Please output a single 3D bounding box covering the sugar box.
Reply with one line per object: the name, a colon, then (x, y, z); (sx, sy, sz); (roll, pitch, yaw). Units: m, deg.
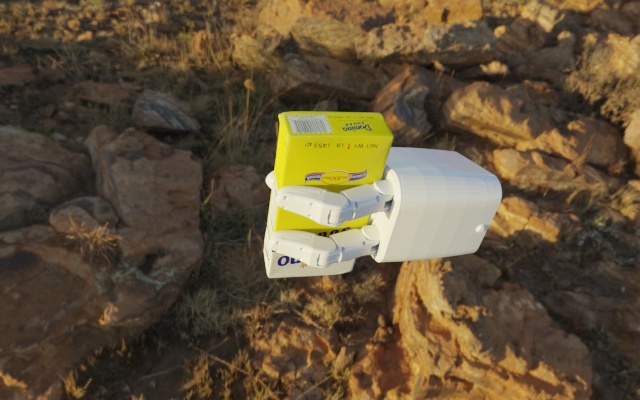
sugar box: (0.000, 0.002, 0.452); (0.093, 0.176, 0.048); (-2, 40, -14)
